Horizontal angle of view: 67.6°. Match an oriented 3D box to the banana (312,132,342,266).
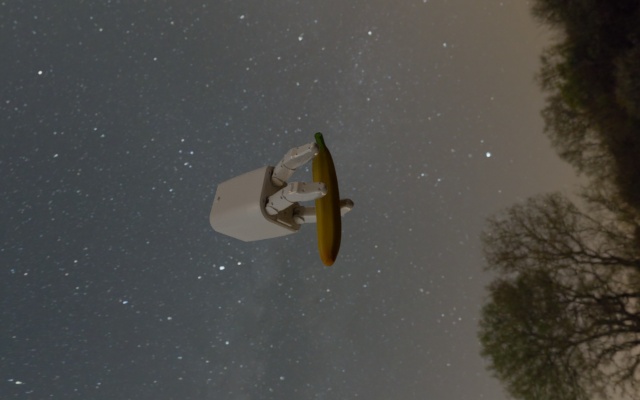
[{"bbox_3d":[0.006,0.003,0.712,0.037,0.197,0.070,-11,-15,19],"label":"banana"}]
